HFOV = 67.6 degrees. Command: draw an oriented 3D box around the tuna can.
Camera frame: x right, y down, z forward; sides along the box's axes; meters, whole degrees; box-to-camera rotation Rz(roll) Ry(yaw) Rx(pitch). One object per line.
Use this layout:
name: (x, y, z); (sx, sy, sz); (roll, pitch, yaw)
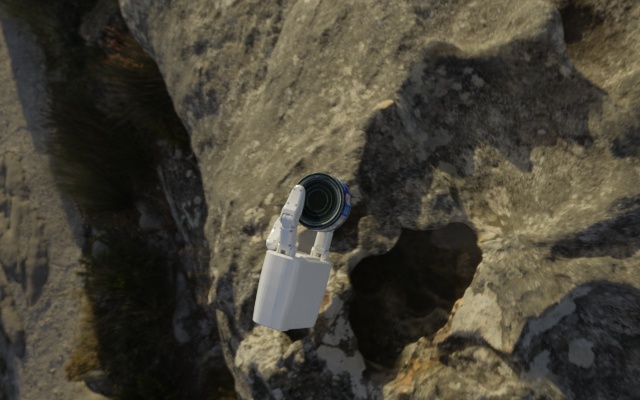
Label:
tuna can: (0.000, 0.002, 0.696); (0.086, 0.086, 0.034); (0, -9, 21)
